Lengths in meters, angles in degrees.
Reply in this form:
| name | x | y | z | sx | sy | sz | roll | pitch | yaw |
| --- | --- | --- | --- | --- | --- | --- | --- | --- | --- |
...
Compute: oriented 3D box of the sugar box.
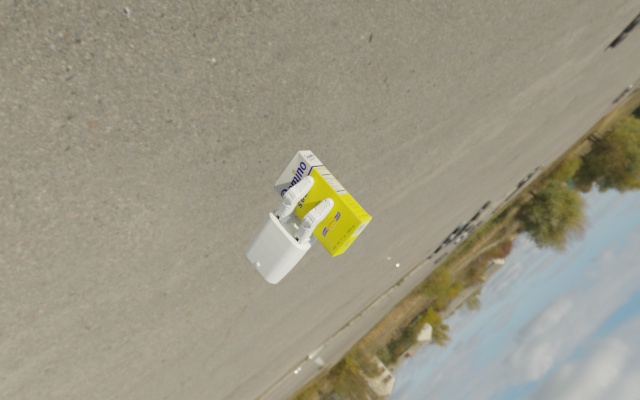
| name | x | y | z | sx | sy | sz | roll | pitch | yaw |
| --- | --- | --- | --- | --- | --- | --- | --- | --- | --- |
| sugar box | 0.000 | 0.003 | 0.847 | 0.176 | 0.093 | 0.048 | 47 | 28 | 17 |
